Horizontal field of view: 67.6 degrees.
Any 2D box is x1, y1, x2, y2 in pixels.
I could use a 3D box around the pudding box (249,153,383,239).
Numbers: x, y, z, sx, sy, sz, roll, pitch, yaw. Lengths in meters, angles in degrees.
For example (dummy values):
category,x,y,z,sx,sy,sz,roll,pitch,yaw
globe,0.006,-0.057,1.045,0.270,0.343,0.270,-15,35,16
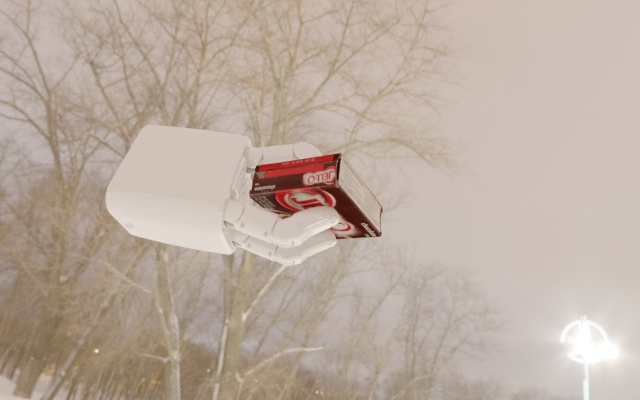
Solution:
category,x,y,z,sx,sy,sz,roll,pitch,yaw
pudding box,0.000,0.001,0.460,0.090,0.039,0.113,-5,-27,27
